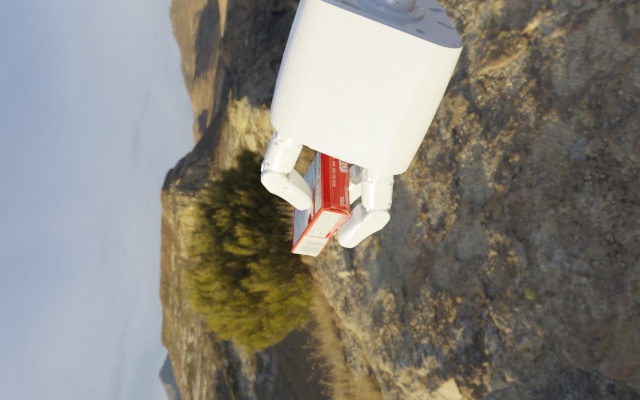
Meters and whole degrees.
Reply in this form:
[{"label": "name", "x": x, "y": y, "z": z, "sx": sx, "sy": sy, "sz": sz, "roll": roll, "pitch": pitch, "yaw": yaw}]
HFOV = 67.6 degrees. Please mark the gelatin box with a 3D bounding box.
[{"label": "gelatin box", "x": 0.000, "y": 0.002, "z": 0.459, "sx": 0.030, "sy": 0.073, "sz": 0.089, "roll": 12, "pitch": -36, "yaw": -17}]
